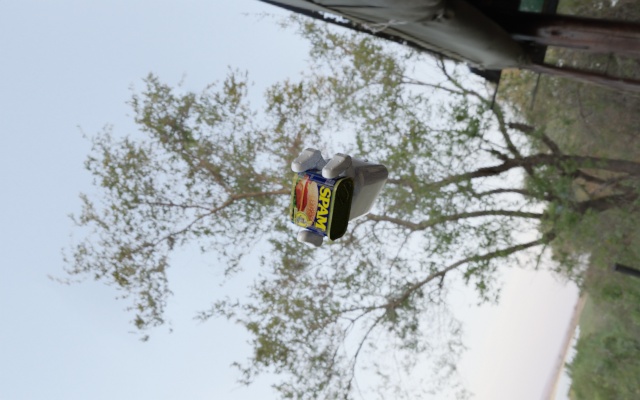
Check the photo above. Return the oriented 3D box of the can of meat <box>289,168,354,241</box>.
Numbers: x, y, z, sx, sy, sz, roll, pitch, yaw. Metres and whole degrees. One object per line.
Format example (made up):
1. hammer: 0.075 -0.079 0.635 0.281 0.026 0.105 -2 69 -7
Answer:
1. can of meat: 0.000 0.003 0.766 0.084 0.102 0.057 19 21 30
